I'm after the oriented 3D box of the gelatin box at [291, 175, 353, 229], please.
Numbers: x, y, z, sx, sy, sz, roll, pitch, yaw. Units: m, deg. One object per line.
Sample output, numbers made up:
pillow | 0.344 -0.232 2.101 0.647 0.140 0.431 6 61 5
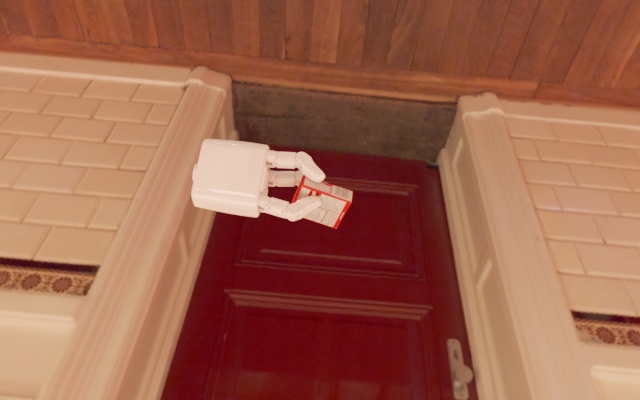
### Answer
gelatin box | 0.000 0.003 0.797 0.089 0.030 0.073 19 -45 -7
